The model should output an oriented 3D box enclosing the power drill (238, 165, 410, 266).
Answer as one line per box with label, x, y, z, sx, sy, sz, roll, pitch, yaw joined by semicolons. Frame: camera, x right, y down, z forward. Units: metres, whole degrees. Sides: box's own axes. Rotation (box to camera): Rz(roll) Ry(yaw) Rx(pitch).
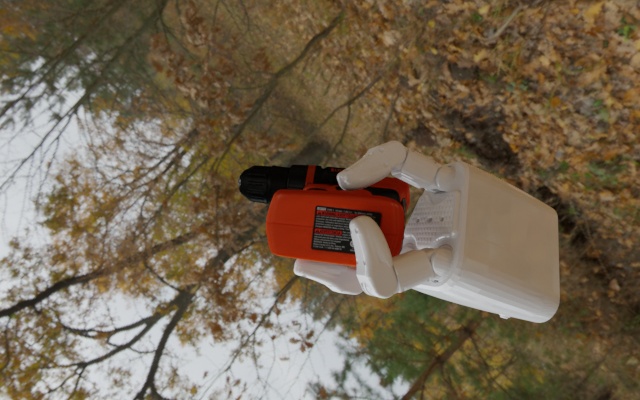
power drill;0.000;0.002;0.447;0.184;0.057;0.187;4;13;2
